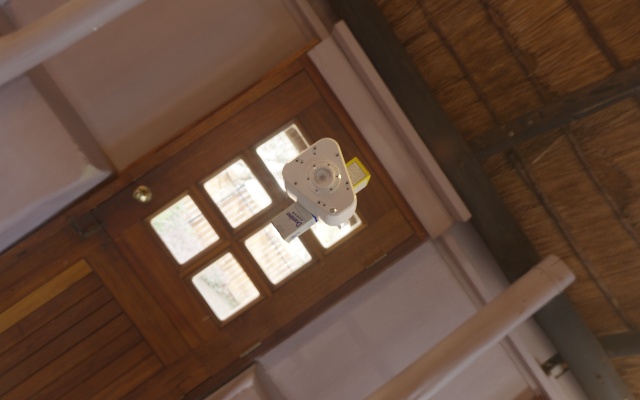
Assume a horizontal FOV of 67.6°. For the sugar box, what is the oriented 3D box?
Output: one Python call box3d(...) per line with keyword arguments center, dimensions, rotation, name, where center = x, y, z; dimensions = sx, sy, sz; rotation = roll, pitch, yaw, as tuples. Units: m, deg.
box3d(center=(0.000, 0.002, 0.808), dimensions=(0.176, 0.048, 0.093), rotation=(-35, -8, -4), name="sugar box")
